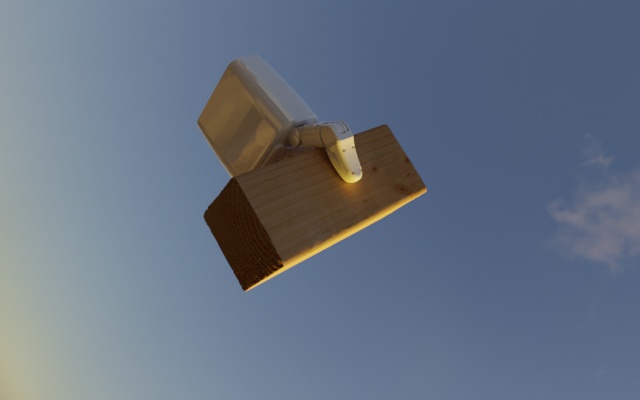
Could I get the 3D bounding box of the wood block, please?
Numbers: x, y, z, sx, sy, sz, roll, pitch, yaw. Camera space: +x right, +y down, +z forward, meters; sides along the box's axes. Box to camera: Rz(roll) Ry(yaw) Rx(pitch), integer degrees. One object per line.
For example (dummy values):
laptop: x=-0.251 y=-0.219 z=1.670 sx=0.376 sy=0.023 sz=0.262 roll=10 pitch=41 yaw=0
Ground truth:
wood block: x=0.000 y=0.001 z=0.494 sx=0.206 sy=0.090 sz=0.091 roll=-24 pitch=-9 yaw=-38
